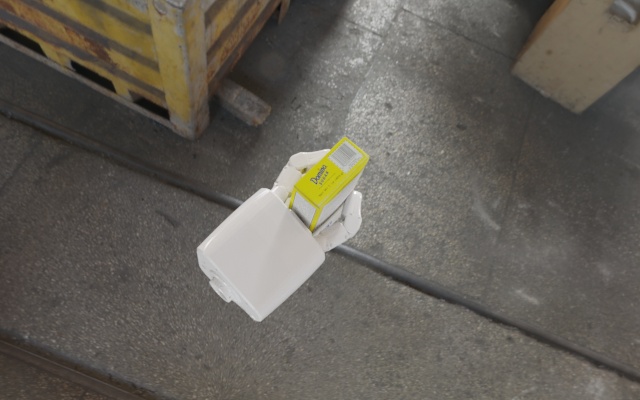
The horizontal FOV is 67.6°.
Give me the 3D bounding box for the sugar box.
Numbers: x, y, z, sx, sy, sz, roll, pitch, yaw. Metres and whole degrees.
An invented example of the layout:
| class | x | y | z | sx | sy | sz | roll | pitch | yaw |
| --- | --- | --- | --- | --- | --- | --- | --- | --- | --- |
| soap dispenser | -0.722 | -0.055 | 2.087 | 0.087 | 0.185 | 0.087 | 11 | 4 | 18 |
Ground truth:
| class | x | y | z | sx | sy | sz | roll | pitch | yaw |
| --- | --- | --- | --- | --- | --- | --- | --- | --- | --- |
| sugar box | 0.000 | 0.002 | 0.607 | 0.093 | 0.048 | 0.176 | -44 | -8 | -24 |
